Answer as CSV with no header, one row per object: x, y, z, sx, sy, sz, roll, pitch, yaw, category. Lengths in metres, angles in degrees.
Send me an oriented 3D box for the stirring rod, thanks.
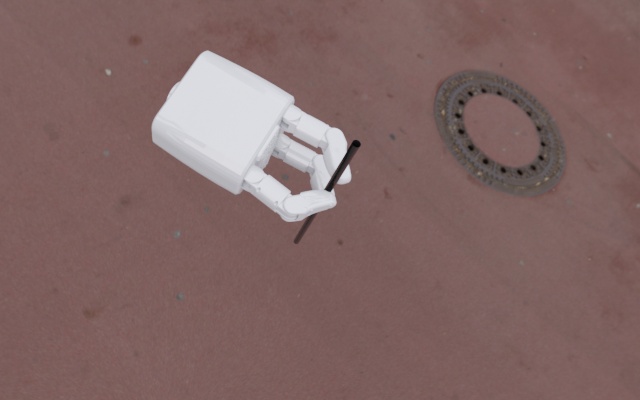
0.000,0.002,0.526,0.011,0.011,0.240,0,-26,-17,stirring rod
